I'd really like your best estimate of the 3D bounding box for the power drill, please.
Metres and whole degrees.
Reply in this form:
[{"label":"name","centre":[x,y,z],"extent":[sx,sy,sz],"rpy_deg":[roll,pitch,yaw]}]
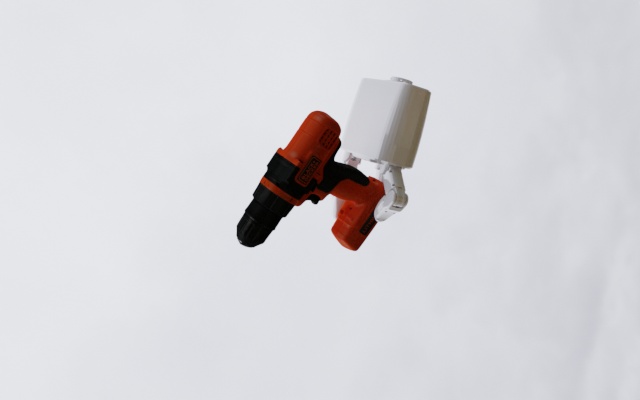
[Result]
[{"label":"power drill","centre":[0.000,0.002,0.613],"extent":[0.188,0.184,0.057],"rpy_deg":[31,5,-47]}]
